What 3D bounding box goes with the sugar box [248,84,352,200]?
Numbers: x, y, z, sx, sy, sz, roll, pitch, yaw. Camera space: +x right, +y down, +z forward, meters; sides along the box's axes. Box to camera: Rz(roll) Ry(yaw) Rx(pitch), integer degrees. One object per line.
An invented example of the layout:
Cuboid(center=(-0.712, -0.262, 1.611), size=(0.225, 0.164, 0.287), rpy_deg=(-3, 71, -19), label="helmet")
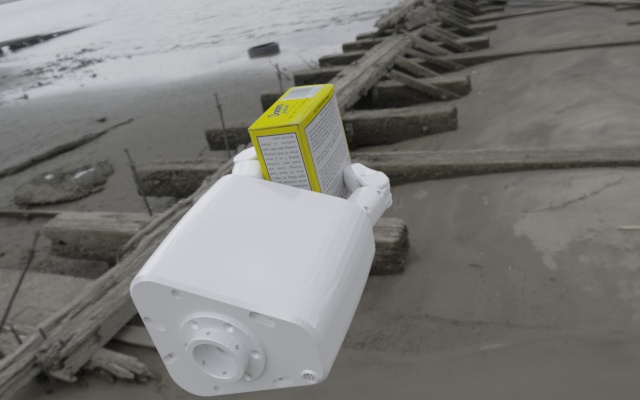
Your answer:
Cuboid(center=(-0.001, 0.001, 0.400), size=(0.048, 0.176, 0.093), rpy_deg=(-1, 30, 21), label="sugar box")
